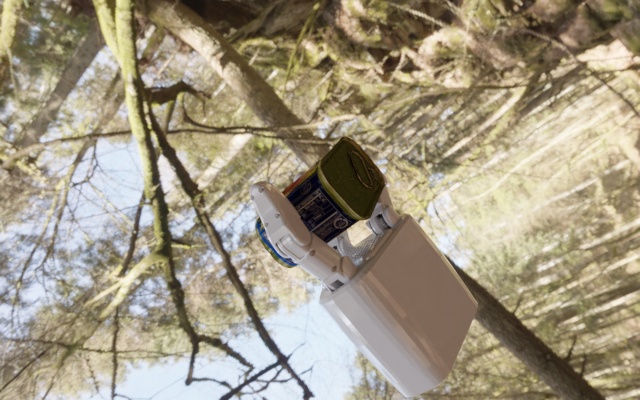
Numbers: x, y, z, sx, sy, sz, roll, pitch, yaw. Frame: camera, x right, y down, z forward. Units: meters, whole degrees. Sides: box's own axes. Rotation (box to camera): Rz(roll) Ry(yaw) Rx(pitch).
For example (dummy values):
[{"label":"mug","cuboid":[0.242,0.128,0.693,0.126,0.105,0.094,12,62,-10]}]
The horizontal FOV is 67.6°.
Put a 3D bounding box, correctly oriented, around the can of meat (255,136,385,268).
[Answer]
[{"label":"can of meat","cuboid":[0.000,0.001,0.405,0.084,0.057,0.102,-38,8,27]}]
